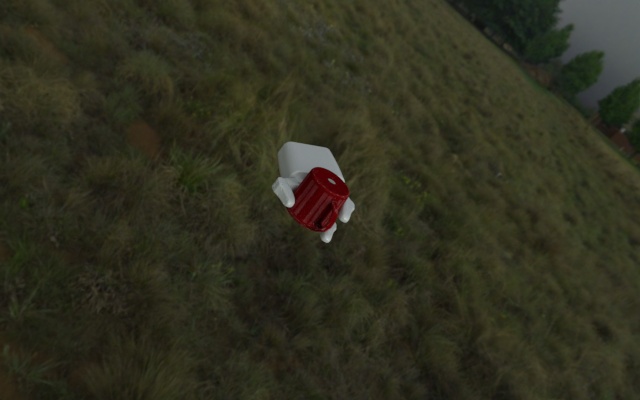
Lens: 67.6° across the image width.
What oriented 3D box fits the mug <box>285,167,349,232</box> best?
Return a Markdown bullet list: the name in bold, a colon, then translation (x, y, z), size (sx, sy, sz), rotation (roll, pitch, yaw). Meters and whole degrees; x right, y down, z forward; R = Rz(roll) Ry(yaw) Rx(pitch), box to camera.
- **mug**: translation (0.001, 0.003, 0.833), size (0.093, 0.081, 0.117), rotation (20, 31, -32)
